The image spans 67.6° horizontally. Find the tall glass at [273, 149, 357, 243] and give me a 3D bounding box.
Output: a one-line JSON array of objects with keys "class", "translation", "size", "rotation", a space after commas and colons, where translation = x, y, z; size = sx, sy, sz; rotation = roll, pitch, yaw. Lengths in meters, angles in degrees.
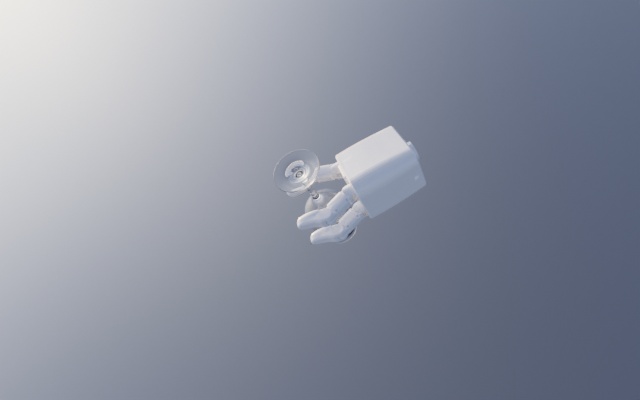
[{"class": "tall glass", "translation": [0.000, 0.002, 0.778], "size": [0.079, 0.079, 0.201], "rotation": [0, -28, 24]}]
